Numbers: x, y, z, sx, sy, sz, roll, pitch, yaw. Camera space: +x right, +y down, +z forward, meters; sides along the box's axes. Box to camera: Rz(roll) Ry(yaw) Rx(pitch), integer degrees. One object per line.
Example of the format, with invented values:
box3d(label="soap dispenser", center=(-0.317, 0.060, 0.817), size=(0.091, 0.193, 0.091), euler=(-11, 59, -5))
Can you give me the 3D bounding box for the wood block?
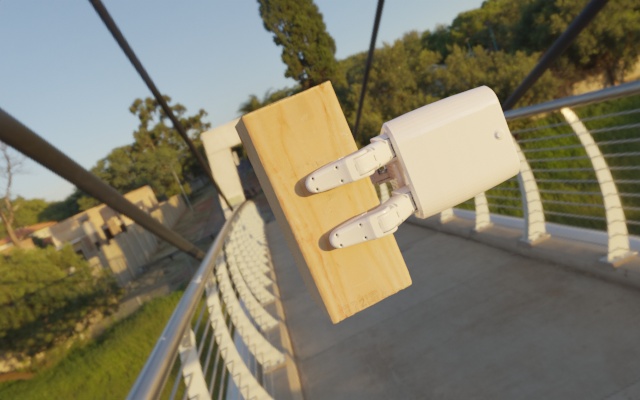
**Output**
box3d(label="wood block", center=(0.000, 0.001, 0.476), size=(0.090, 0.206, 0.091), euler=(-25, 9, -11))
